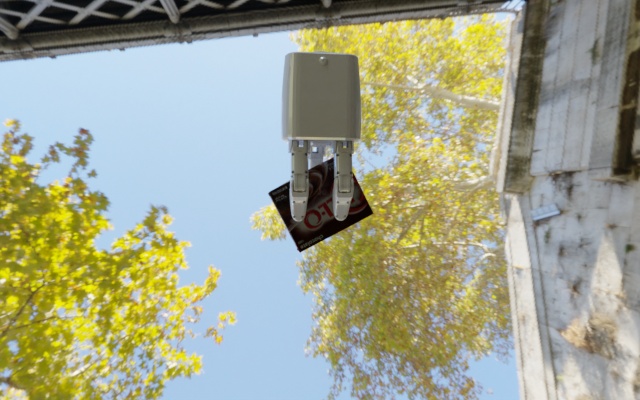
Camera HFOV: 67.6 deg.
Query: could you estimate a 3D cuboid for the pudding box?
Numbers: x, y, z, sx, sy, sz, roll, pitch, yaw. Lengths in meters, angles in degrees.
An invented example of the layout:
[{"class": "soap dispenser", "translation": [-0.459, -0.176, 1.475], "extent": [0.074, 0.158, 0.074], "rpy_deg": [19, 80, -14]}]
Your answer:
[{"class": "pudding box", "translation": [0.000, 0.002, 0.629], "extent": [0.113, 0.090, 0.039], "rpy_deg": [-28, 7, -3]}]
